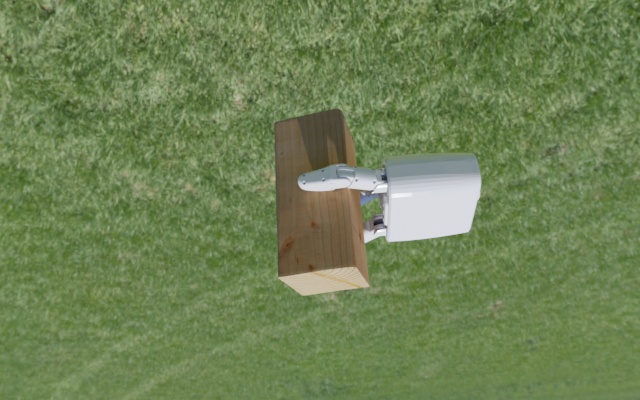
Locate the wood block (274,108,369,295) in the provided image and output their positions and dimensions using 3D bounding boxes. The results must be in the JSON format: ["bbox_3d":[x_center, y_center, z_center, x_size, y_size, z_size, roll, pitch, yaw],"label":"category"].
[{"bbox_3d":[0.000,0.002,0.596,0.090,0.206,0.091,-10,-26,12],"label":"wood block"}]
